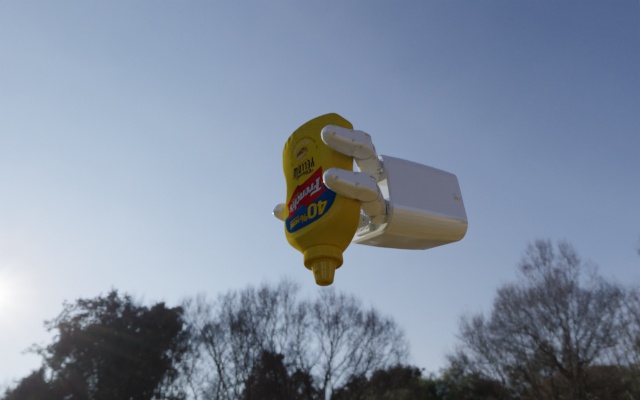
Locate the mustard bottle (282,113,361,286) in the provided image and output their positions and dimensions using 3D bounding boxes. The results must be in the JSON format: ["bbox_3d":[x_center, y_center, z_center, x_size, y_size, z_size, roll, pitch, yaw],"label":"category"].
[{"bbox_3d":[0.000,0.001,0.524,0.096,0.191,0.058,-29,-40,34],"label":"mustard bottle"}]
